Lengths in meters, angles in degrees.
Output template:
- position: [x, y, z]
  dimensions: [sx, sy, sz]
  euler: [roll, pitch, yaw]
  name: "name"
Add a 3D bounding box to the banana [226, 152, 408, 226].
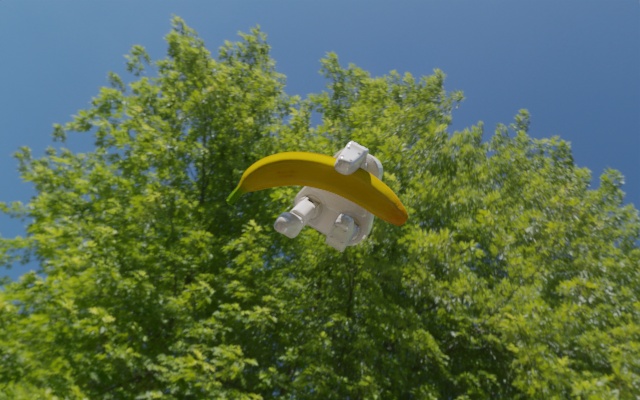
- position: [-0.001, -0.017, 0.522]
  dimensions: [0.198, 0.069, 0.037]
  euler: [6, -3, 9]
  name: "banana"
